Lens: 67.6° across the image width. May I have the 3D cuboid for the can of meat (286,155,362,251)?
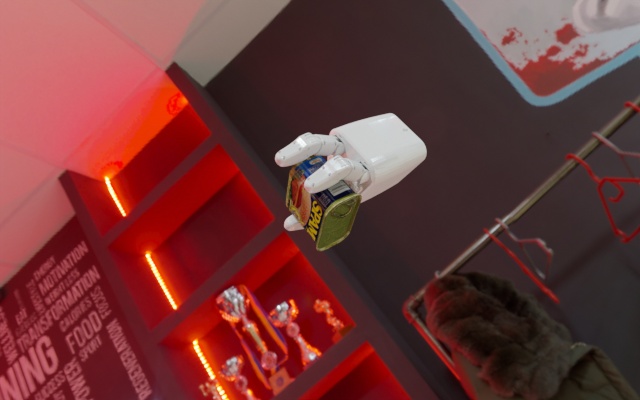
[{"bbox_3d":[0.000,0.002,0.626,0.057,0.084,0.102,-25,-30,-27],"label":"can of meat"}]
